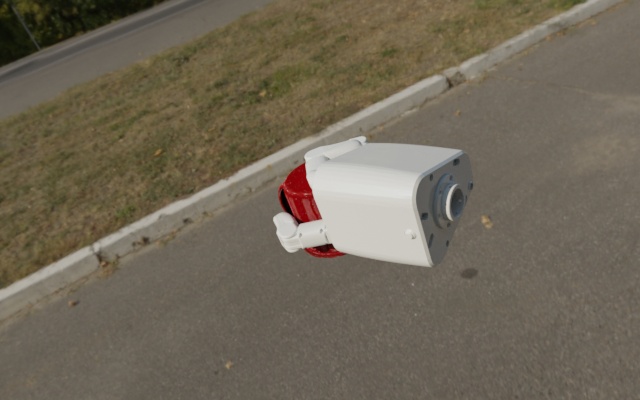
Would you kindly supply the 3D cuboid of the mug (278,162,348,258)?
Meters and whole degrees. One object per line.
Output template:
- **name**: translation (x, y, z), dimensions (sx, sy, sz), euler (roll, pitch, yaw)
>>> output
- **mug**: translation (-0.001, 0.001, 0.537), dimensions (0.117, 0.081, 0.093), euler (7, 41, 39)
